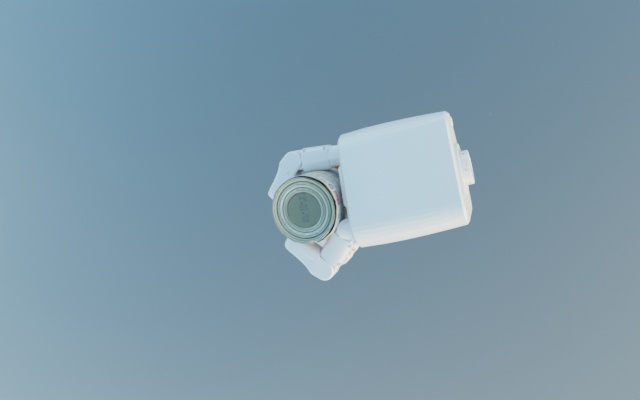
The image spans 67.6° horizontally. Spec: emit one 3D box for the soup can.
[{"bbox_3d":[-0.001,0.002,0.497,0.068,0.068,0.102,0,10,20],"label":"soup can"}]
